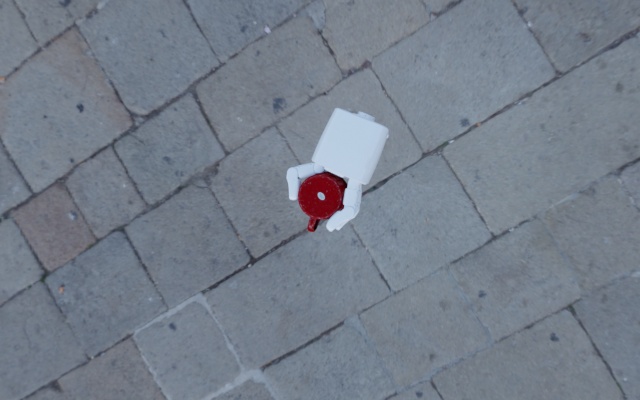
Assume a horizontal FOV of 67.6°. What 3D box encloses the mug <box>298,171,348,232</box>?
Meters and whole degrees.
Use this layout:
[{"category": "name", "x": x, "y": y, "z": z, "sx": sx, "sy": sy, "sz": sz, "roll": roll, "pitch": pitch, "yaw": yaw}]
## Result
[{"category": "mug", "x": -0.001, "y": 0.004, "z": 0.883, "sx": 0.093, "sy": 0.117, "sz": 0.081, "roll": 23, "pitch": 6, "yaw": 7}]
